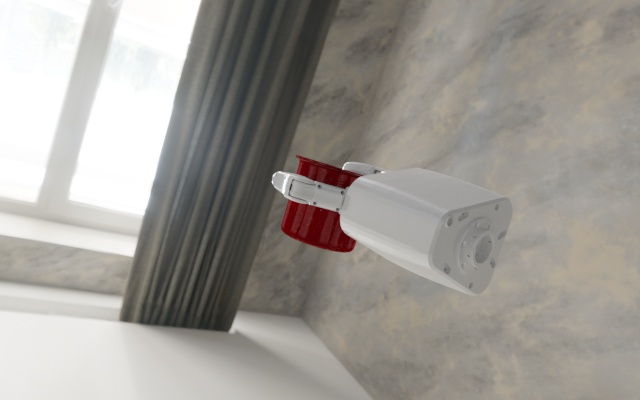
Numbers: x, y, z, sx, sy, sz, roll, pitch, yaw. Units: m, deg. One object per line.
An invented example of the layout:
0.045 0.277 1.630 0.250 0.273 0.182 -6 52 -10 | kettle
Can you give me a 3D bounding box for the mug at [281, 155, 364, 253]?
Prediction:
-0.001 0.002 0.511 0.093 0.081 0.117 13 6 -40 | mug
